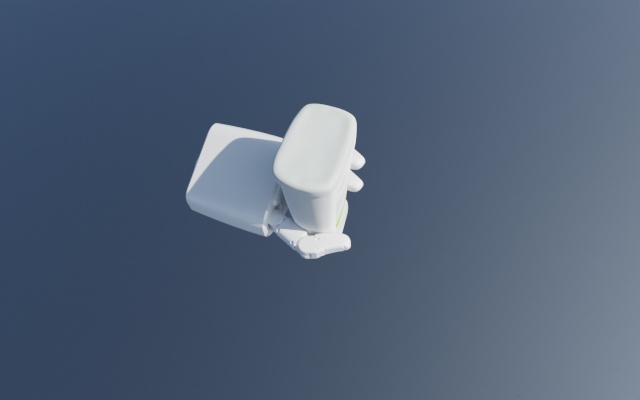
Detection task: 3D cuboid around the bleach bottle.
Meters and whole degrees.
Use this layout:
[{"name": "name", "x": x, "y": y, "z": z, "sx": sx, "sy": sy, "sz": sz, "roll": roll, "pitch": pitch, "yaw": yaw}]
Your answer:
[{"name": "bleach bottle", "x": 0.000, "y": 0.002, "z": 0.563, "sx": 0.068, "sy": 0.102, "sz": 0.251, "roll": 17, "pitch": -25, "yaw": 10}]
